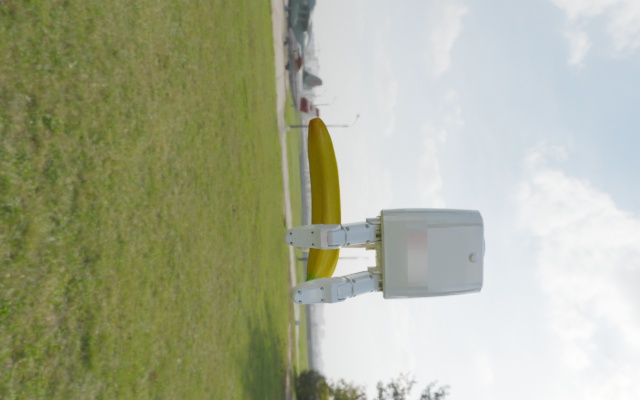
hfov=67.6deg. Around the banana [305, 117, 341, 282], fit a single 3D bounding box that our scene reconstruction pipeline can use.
[{"bbox_3d":[0.003,0.008,0.546,0.037,0.197,0.069,-1,-9,11],"label":"banana"}]
